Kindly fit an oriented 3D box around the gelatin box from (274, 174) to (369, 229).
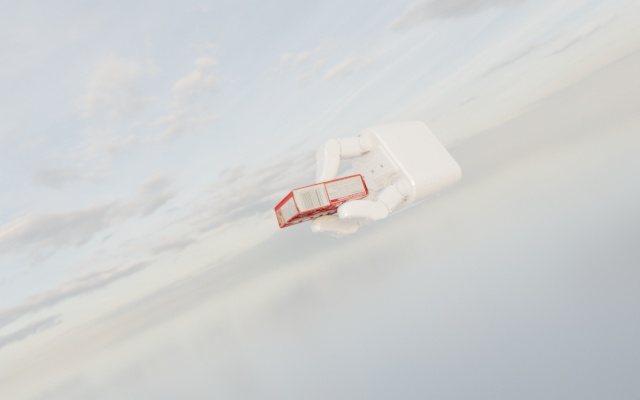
[{"bbox_3d":[0.000,0.001,0.544,0.089,0.030,0.073,-14,-10,-25],"label":"gelatin box"}]
